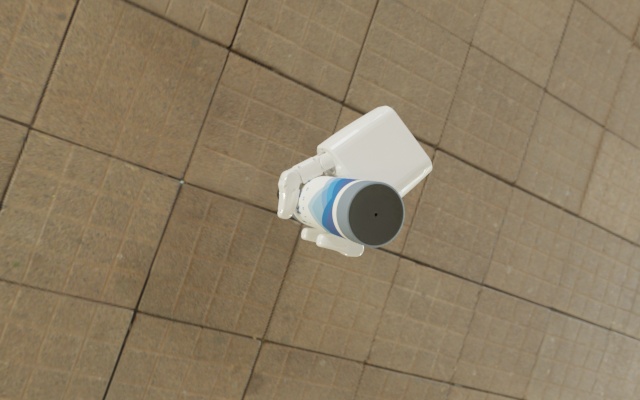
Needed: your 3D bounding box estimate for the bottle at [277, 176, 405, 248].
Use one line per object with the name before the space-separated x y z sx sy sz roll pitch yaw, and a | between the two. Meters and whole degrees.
bottle | 0.000 0.002 0.609 0.069 0.069 0.295 0 5 -22
